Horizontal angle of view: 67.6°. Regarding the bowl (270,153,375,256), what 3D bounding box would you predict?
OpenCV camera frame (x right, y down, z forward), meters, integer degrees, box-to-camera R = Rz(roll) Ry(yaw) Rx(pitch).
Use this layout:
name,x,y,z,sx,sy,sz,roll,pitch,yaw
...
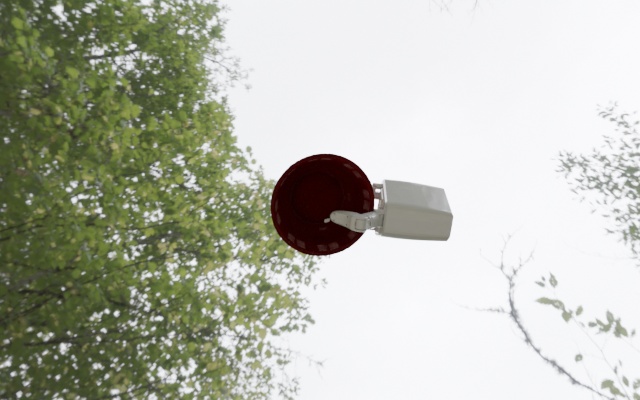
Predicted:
name,x,y,z,sx,sy,sz,roll,pitch,yaw
bowl,-0.001,0.002,0.746,0.162,0.162,0.055,0,15,-12
